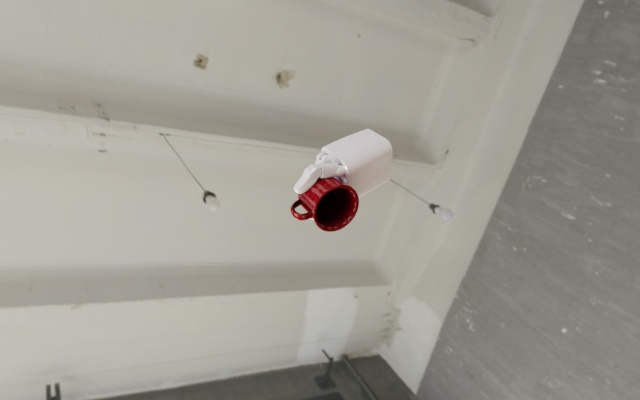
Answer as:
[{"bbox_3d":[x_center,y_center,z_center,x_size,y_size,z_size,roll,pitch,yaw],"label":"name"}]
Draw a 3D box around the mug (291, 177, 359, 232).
[{"bbox_3d":[-0.001,0.003,0.873,0.117,0.093,0.081,-25,36,-17],"label":"mug"}]
